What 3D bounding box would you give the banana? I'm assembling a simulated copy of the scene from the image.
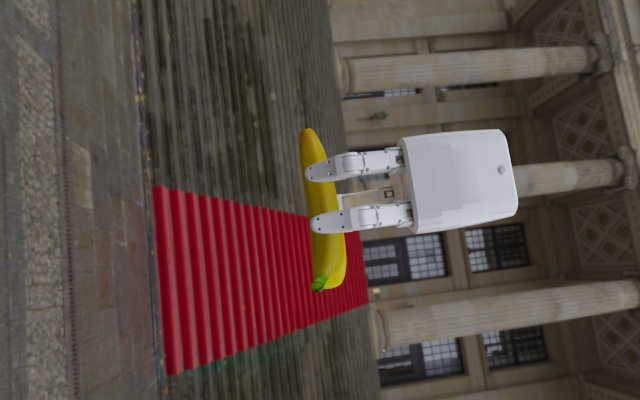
[{"bbox_3d":[0.003,0.014,0.517,0.037,0.197,0.070,-9,-32,3],"label":"banana"}]
